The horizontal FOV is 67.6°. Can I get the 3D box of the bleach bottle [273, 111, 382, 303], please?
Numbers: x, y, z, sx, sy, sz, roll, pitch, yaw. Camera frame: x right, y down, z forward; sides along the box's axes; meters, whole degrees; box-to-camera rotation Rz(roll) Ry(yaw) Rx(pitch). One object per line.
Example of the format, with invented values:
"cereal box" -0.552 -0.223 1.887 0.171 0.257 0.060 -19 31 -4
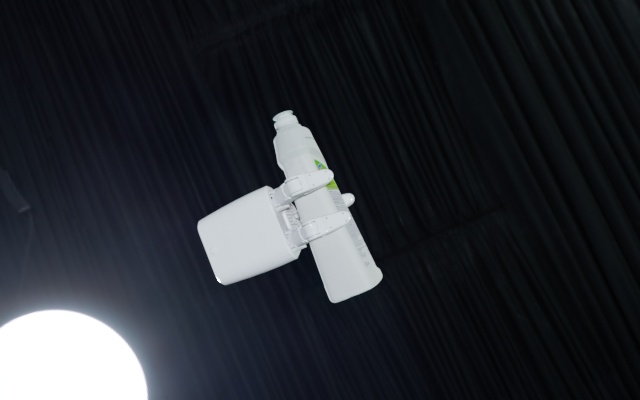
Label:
"bleach bottle" 0.000 0.002 0.628 0.068 0.251 0.102 -24 -7 12
